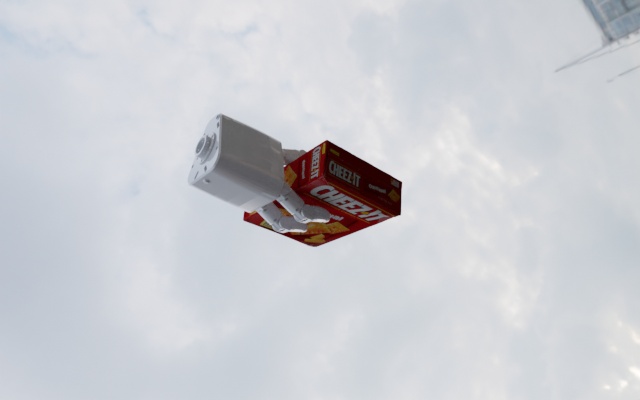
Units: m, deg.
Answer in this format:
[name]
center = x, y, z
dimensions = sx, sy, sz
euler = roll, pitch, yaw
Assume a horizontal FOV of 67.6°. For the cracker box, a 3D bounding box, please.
[cracker box]
center = 0.000, 0.002, 0.782
dimensions = 0.164, 0.072, 0.214
euler = 24, -33, -33
